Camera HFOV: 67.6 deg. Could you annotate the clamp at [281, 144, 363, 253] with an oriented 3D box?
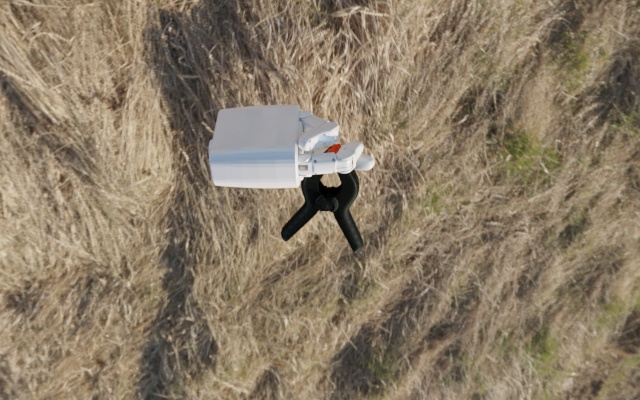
[{"bbox_3d":[0.000,0.002,0.662,0.120,0.172,0.039,-1,32,1],"label":"clamp"}]
